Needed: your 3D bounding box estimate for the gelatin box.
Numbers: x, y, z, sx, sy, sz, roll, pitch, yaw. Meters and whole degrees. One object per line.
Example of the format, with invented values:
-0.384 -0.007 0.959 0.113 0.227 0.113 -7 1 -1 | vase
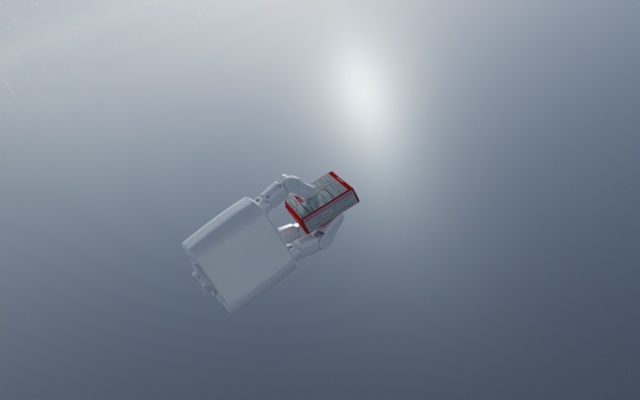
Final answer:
0.000 0.002 0.683 0.089 0.030 0.073 -33 31 -8 | gelatin box
